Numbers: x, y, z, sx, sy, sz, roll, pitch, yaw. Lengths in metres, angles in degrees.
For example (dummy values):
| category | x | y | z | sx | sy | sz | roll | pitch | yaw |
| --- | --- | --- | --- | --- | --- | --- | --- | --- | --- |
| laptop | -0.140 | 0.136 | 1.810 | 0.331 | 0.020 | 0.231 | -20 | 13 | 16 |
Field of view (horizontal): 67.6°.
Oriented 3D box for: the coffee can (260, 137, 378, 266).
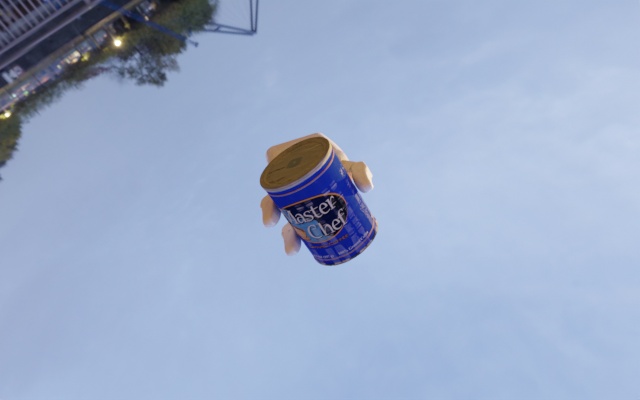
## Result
| category | x | y | z | sx | sy | sz | roll | pitch | yaw |
| --- | --- | --- | --- | --- | --- | --- | --- | --- | --- |
| coffee can | 0.000 | 0.002 | 0.632 | 0.103 | 0.140 | 0.102 | -25 | 30 | 15 |
